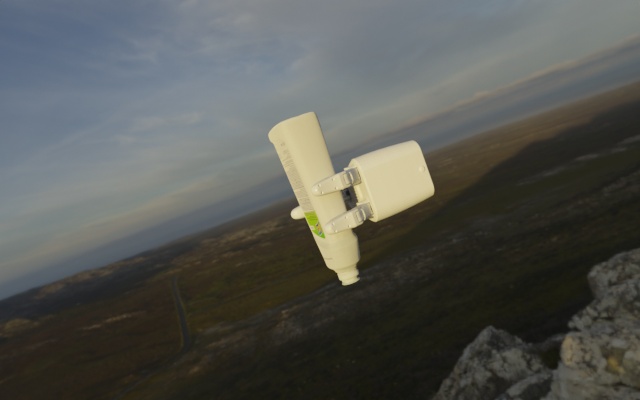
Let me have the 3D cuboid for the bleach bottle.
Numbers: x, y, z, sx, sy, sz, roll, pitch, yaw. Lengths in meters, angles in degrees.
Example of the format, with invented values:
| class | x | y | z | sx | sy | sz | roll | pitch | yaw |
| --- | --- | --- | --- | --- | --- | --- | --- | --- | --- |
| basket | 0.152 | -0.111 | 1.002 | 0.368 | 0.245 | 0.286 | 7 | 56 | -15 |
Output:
| class | x | y | z | sx | sy | sz | roll | pitch | yaw |
| --- | --- | --- | --- | --- | --- | --- | --- | --- | --- |
| bleach bottle | 0.000 | 0.002 | 0.707 | 0.068 | 0.251 | 0.102 | -21 | 4 | -15 |
